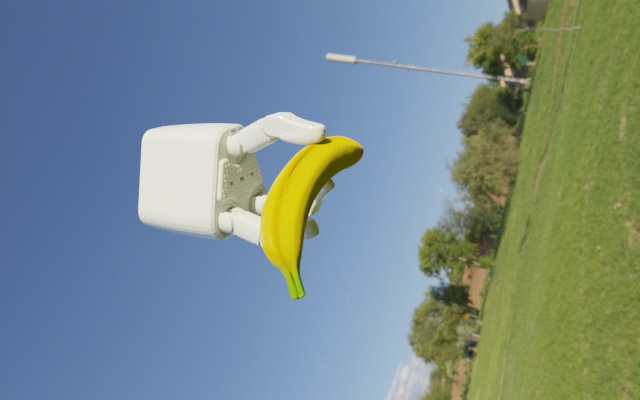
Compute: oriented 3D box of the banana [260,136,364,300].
[{"bbox_3d":[-0.008,-0.010,0.425,0.037,0.070,0.197,-5,40,30],"label":"banana"}]
